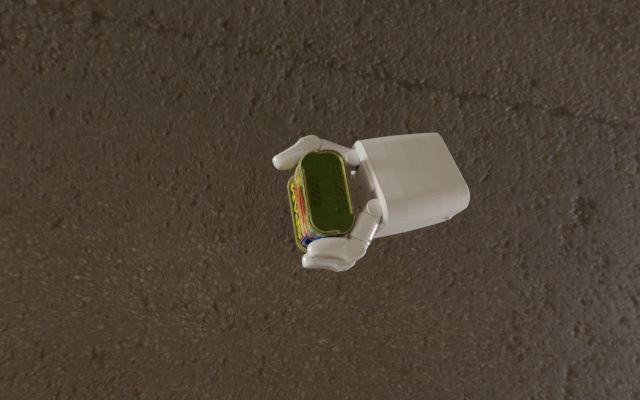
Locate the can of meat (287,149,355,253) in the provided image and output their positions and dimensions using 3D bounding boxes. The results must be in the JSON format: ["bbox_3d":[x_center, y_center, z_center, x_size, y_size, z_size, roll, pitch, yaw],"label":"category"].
[{"bbox_3d":[0.000,0.002,0.544,0.057,0.102,0.084,-6,-15,-13],"label":"can of meat"}]
